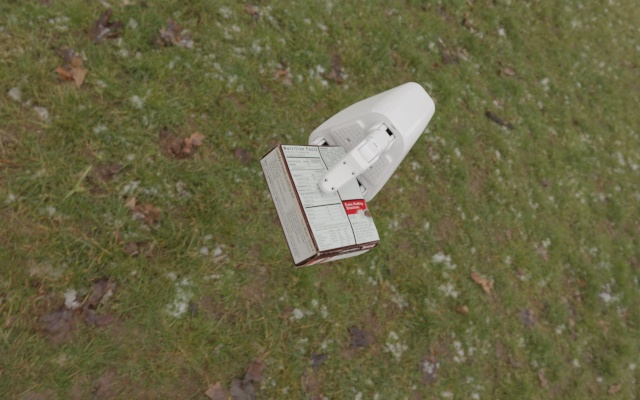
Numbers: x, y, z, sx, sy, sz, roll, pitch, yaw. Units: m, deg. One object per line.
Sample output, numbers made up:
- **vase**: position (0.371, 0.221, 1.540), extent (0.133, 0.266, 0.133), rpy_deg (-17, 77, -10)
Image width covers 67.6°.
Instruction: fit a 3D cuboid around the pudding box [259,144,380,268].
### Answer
- **pudding box**: position (0.000, 0.001, 0.459), extent (0.090, 0.113, 0.039), rpy_deg (-5, -23, -44)
